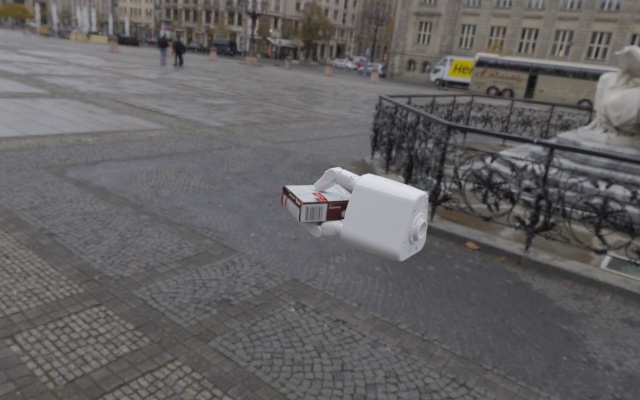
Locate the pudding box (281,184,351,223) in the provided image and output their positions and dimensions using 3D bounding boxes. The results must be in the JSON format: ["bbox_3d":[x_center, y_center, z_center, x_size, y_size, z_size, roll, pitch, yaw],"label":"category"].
[{"bbox_3d":[0.000,0.003,0.824,0.113,0.039,0.090,-1,20,-26],"label":"pudding box"}]
